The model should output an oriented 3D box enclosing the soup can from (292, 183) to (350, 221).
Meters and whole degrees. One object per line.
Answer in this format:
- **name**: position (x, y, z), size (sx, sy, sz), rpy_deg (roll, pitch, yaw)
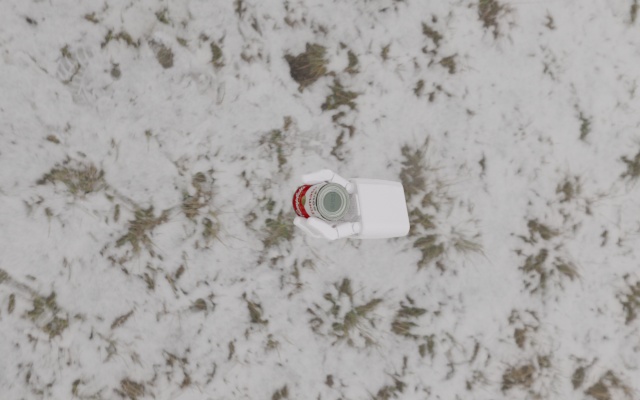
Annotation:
- **soup can**: position (0.000, 0.003, 0.854), size (0.068, 0.068, 0.102), rpy_deg (0, 0, -27)
